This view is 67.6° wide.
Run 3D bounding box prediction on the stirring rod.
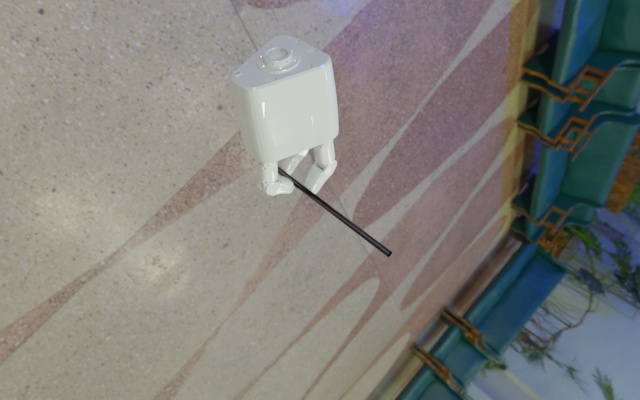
[{"bbox_3d":[0.000,0.002,0.625,0.239,0.011,0.011,37,22,32],"label":"stirring rod"}]
